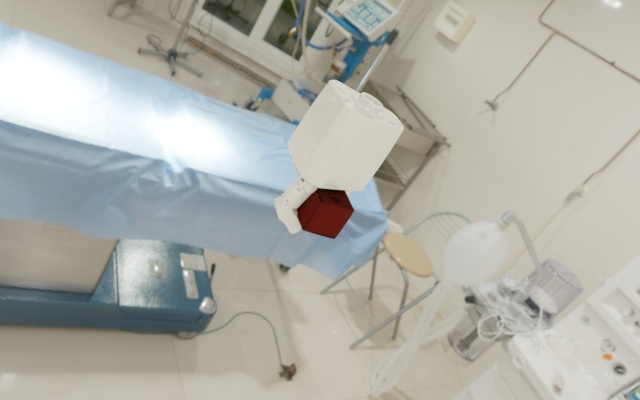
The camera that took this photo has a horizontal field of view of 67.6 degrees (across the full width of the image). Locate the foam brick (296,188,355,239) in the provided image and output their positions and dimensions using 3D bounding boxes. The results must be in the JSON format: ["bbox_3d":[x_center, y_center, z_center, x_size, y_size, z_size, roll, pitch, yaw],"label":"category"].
[{"bbox_3d":[0.000,0.002,0.630,0.053,0.051,0.078,16,33,-33],"label":"foam brick"}]
